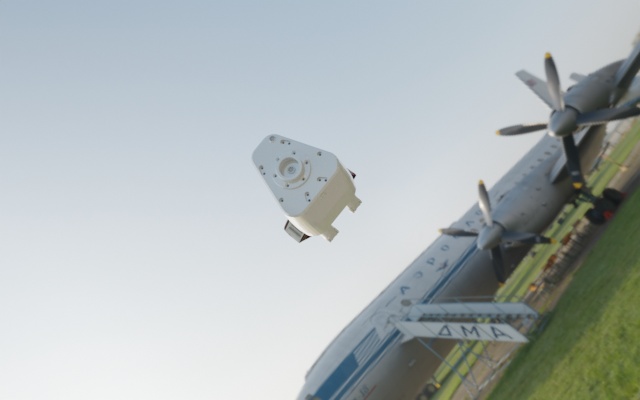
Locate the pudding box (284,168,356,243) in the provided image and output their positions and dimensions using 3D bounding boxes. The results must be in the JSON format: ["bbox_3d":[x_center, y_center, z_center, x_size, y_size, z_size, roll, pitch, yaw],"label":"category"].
[{"bbox_3d":[0.000,0.002,0.731,0.039,0.113,0.090,38,25,17],"label":"pudding box"}]
